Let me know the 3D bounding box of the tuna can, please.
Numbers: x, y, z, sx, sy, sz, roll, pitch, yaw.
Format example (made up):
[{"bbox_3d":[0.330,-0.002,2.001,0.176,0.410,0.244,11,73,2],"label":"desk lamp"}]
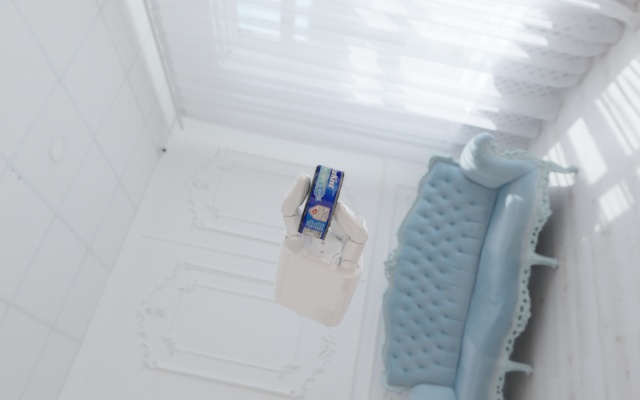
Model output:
[{"bbox_3d":[0.000,0.002,0.564,0.034,0.086,0.086,17,-1,-2],"label":"tuna can"}]
